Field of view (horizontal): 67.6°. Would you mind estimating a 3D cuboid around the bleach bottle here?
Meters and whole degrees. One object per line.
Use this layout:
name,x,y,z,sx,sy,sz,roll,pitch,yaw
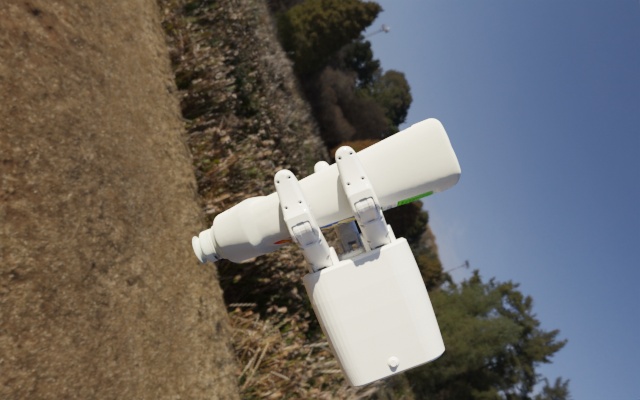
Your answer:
bleach bottle,0.000,0.001,0.459,0.251,0.068,0.102,-22,-4,5
